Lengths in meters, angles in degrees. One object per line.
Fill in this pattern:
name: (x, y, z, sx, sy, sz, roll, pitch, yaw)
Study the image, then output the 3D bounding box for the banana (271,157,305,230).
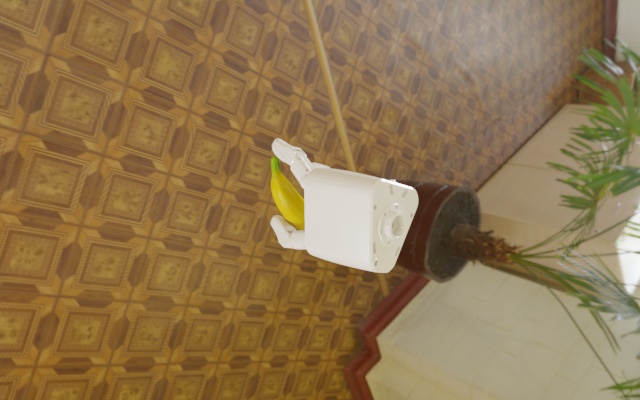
banana: (-0.009, 0.017, 0.688, 0.037, 0.069, 0.198, 7, -25, 45)
